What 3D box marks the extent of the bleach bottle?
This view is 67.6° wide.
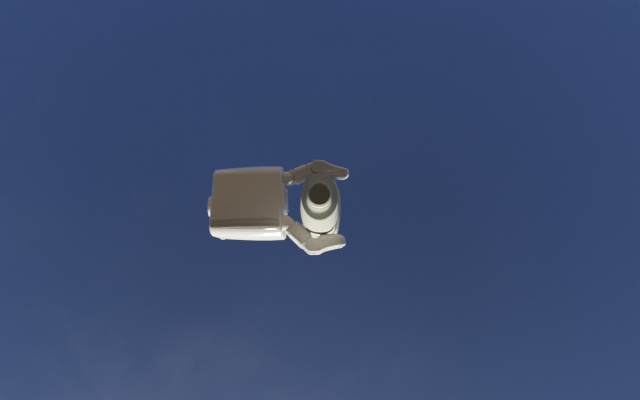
[{"bbox_3d":[0.000,0.003,0.729,0.068,0.102,0.251,0,-9,1],"label":"bleach bottle"}]
